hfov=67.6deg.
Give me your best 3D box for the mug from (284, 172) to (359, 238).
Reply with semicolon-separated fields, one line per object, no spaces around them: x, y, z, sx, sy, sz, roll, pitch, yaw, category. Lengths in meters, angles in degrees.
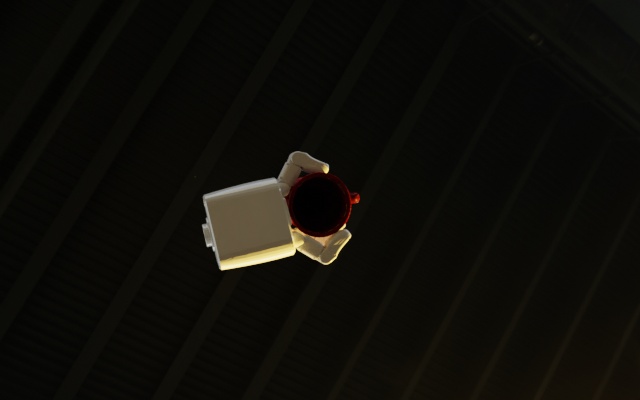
0.001;0.002;0.718;0.117;0.093;0.081;-12;6;-15;mug
